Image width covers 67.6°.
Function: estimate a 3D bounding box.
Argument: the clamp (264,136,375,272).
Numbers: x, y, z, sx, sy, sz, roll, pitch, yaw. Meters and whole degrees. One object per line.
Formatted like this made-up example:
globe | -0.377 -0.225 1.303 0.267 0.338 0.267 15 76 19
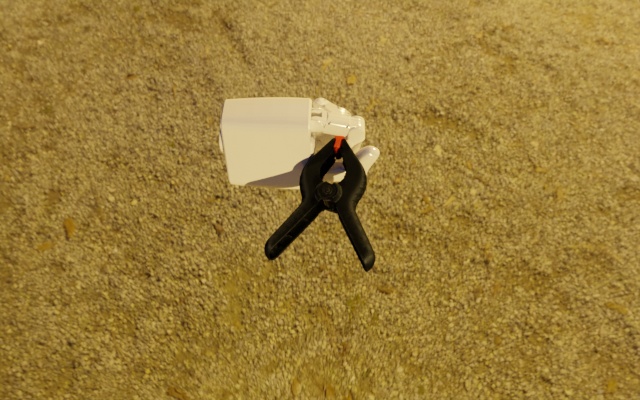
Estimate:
clamp | 0.000 0.001 0.546 0.120 0.171 0.039 1 -33 2
